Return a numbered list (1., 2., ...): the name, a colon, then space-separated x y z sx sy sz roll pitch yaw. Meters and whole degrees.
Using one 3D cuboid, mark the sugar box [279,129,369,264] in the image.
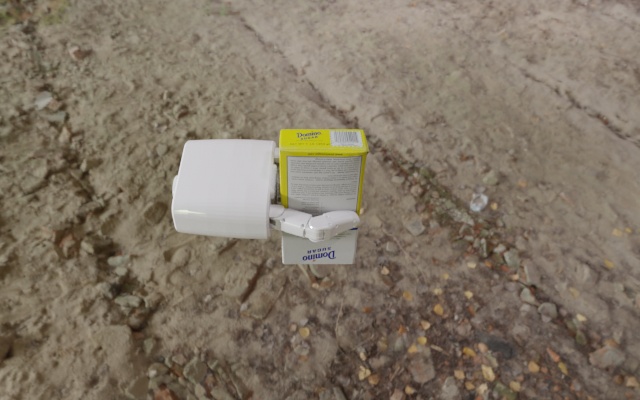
1. sugar box: 0.000 0.001 0.556 0.093 0.176 0.048 1 44 -3
